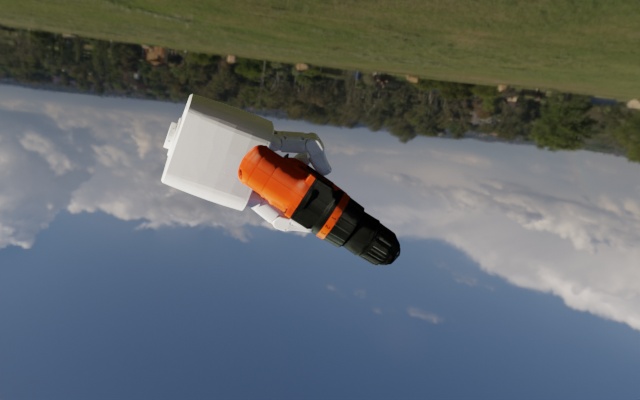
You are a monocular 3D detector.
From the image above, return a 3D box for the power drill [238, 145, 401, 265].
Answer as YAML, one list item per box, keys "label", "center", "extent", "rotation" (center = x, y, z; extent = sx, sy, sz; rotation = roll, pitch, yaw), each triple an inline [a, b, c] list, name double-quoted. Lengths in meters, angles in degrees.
- label: "power drill"
  center: [0.000, 0.002, 0.550]
  extent: [0.184, 0.057, 0.187]
  rotation: [35, 1, -3]
